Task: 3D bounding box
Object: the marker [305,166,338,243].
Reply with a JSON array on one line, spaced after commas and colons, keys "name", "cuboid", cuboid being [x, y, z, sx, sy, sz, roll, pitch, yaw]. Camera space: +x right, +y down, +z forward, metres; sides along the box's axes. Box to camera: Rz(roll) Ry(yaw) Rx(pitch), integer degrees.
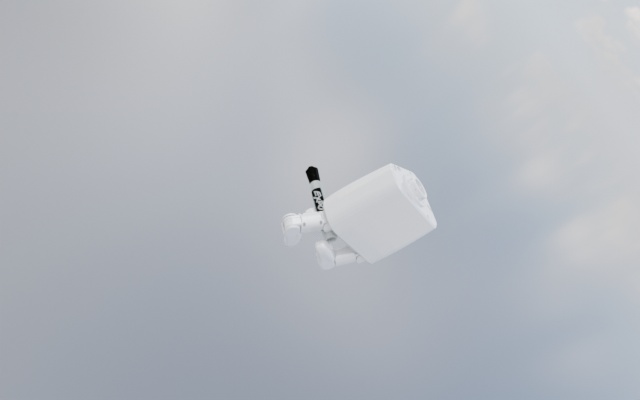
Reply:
[{"name": "marker", "cuboid": [0.000, 0.002, 0.662, 0.020, 0.121, 0.020, -11, -31, -7]}]
